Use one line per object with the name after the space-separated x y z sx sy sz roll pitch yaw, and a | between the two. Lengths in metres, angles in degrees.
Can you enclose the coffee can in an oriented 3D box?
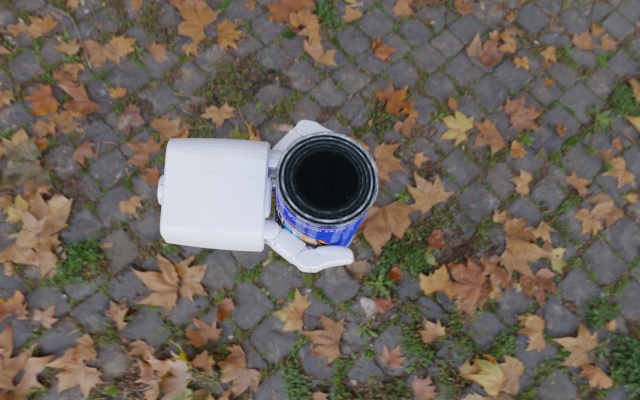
0.000 0.002 0.531 0.103 0.102 0.140 0 -21 -6 | coffee can
